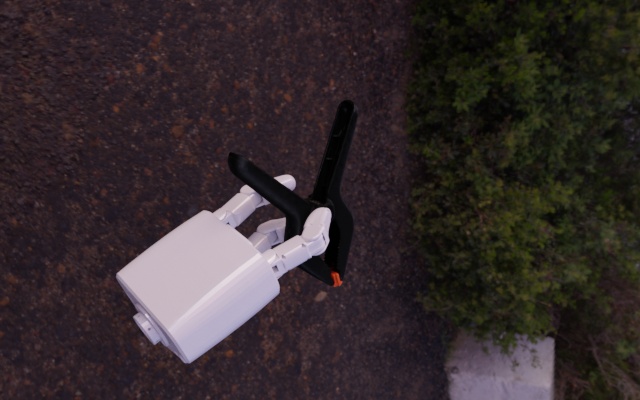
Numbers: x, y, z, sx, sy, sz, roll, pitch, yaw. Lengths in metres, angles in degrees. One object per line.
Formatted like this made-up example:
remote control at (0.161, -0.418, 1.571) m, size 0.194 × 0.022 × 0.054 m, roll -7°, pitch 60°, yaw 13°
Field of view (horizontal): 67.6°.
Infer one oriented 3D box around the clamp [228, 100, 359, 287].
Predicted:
clamp at (0.001, 0.003, 0.530) m, size 0.164 × 0.210 × 0.036 m, roll -36°, pitch 35°, yaw -27°
